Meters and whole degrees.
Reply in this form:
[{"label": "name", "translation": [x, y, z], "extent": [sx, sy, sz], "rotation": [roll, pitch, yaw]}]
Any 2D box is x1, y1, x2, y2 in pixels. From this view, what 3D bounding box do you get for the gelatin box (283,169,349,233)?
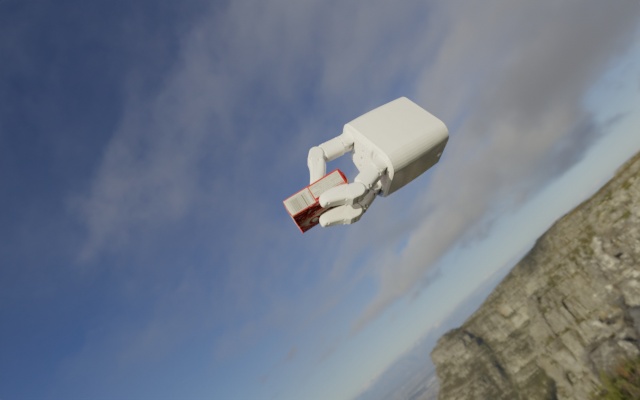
[{"label": "gelatin box", "translation": [0.000, 0.002, 0.656], "extent": [0.089, 0.030, 0.073], "rotation": [-31, -23, -3]}]
